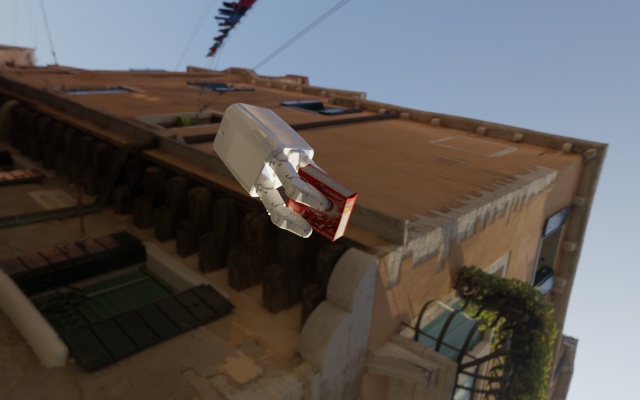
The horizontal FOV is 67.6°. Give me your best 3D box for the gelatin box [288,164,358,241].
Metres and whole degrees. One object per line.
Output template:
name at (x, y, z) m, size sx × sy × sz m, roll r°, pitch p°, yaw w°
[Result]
gelatin box at (0.001, 0.002, 0.664) m, size 0.089 × 0.073 × 0.030 m, roll 33°, pitch 34°, yaw 24°
